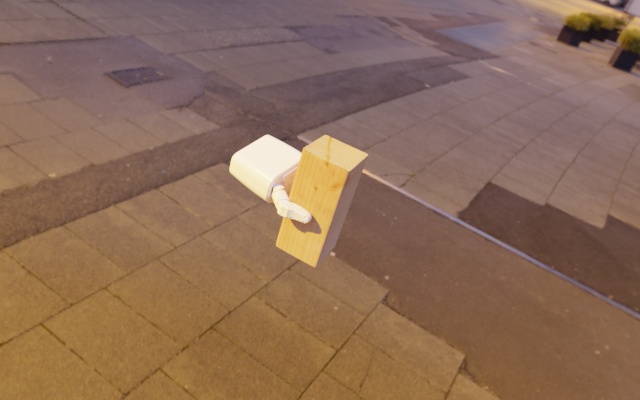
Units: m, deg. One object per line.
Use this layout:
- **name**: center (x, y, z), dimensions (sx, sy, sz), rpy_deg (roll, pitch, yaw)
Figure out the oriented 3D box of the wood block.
- **wood block**: center (0.000, 0.003, 0.852), dimensions (0.090, 0.206, 0.090), rpy_deg (27, 32, 15)
